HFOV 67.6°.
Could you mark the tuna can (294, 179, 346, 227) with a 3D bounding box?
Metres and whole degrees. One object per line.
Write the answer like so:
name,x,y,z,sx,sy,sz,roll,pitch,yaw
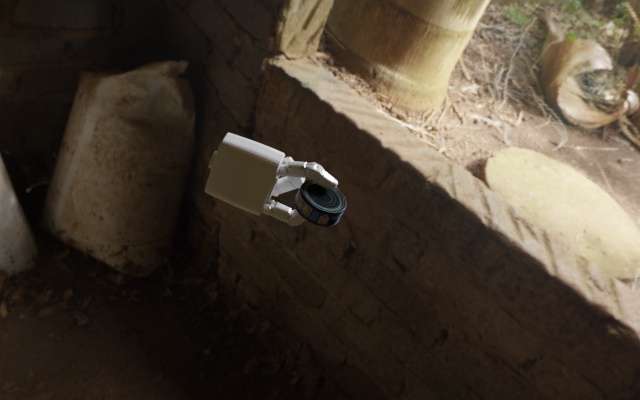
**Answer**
tuna can,0.000,0.002,0.808,0.086,0.034,0.086,19,37,-15
